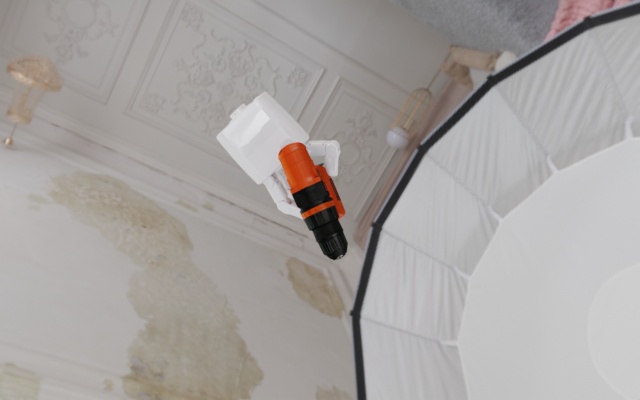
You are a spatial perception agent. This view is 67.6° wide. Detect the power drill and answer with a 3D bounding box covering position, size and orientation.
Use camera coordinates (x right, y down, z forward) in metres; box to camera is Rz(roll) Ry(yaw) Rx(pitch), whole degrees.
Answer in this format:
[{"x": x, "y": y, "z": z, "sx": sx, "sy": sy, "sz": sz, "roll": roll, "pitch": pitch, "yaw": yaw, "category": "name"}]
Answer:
[{"x": 0.000, "y": 0.002, "z": 0.770, "sx": 0.057, "sy": 0.184, "sz": 0.187, "roll": -23, "pitch": -4, "yaw": 4, "category": "power drill"}]
